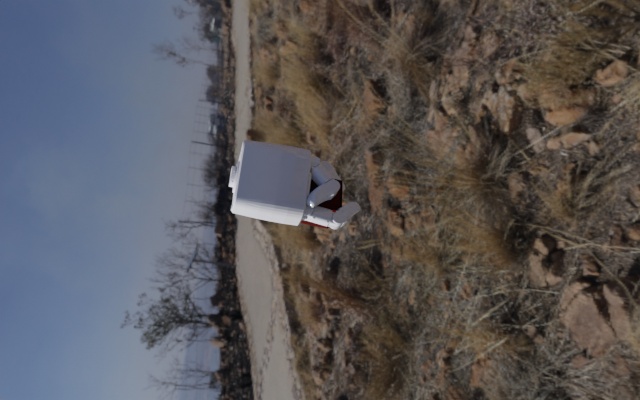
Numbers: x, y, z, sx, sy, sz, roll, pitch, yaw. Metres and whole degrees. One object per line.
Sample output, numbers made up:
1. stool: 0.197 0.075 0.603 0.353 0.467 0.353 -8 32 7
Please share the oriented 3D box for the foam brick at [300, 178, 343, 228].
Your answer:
1. foam brick: 0.000 0.003 0.779 0.051 0.053 0.078 10 -32 -12
